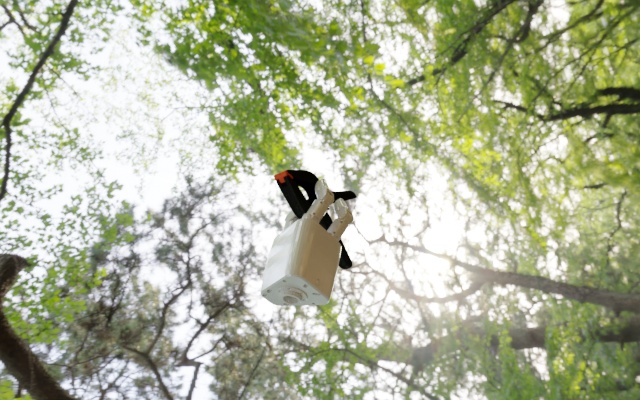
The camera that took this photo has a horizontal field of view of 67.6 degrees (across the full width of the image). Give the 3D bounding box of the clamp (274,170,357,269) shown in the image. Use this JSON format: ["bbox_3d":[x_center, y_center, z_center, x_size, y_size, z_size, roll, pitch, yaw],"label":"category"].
[{"bbox_3d":[-0.001,0.003,0.841,0.036,0.164,0.210,-21,-50,33],"label":"clamp"}]
